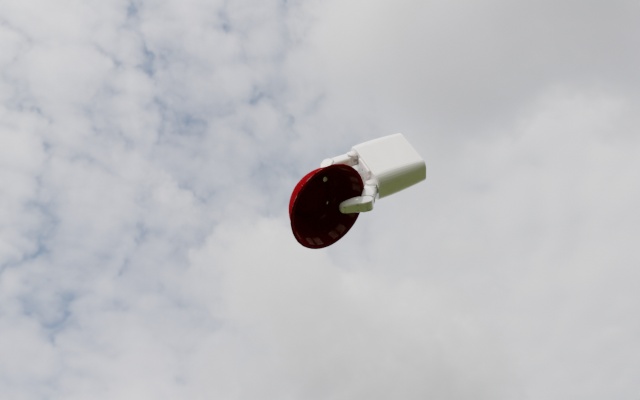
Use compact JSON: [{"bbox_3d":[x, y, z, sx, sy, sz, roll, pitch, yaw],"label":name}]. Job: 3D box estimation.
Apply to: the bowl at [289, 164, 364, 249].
[{"bbox_3d":[-0.001,0.003,0.841,0.162,0.162,0.055,0,23,-41],"label":"bowl"}]
